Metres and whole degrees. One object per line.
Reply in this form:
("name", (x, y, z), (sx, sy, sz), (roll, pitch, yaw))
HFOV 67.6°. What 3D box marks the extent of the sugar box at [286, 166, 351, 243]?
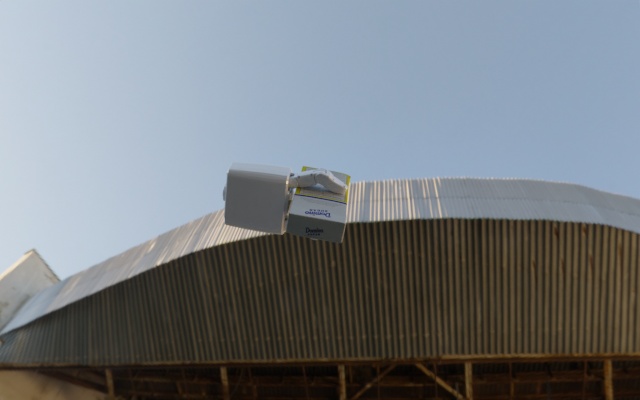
("sugar box", (0.000, 0.003, 0.823), (0.093, 0.048, 0.176), (11, 32, 1))
